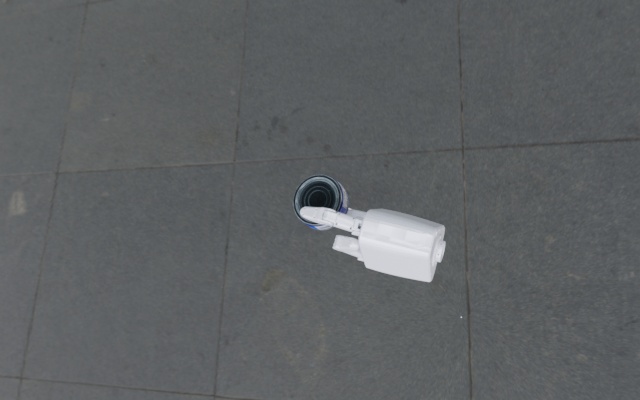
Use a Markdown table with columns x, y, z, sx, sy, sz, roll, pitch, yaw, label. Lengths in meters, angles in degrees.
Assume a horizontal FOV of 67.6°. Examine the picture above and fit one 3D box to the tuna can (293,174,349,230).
| x | y | z | sx | sy | sz | roll | pitch | yaw | label |
| --- | --- | --- | --- | --- | --- | --- | --- | --- | --- |
| 0.000 | 0.002 | 0.758 | 0.086 | 0.086 | 0.034 | 0 | -14 | 22 | tuna can |
